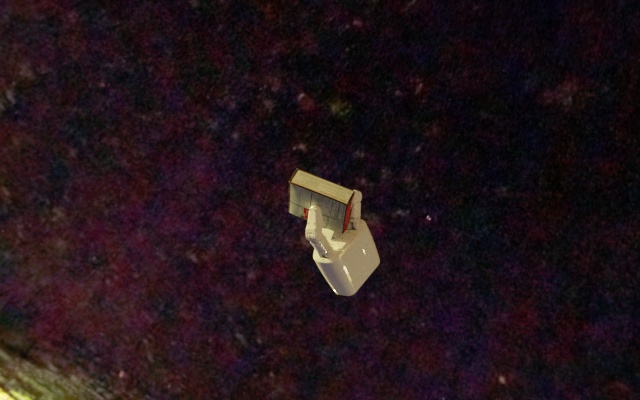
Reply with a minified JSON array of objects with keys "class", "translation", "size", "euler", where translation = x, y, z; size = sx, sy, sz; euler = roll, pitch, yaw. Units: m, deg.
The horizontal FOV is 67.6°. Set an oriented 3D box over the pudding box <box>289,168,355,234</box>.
[{"class":"pudding box","translation":[0.000,0.003,0.838],"size":[0.113,0.039,0.090],"euler":[21,-38,11]}]
